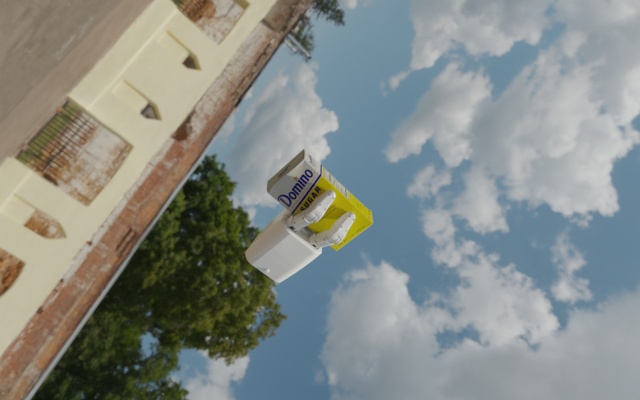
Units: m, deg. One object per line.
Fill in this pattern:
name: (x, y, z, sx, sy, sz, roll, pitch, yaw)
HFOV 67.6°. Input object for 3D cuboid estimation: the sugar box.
sugar box: (0.000, 0.003, 0.834, 0.176, 0.093, 0.048, 40, 23, -24)
